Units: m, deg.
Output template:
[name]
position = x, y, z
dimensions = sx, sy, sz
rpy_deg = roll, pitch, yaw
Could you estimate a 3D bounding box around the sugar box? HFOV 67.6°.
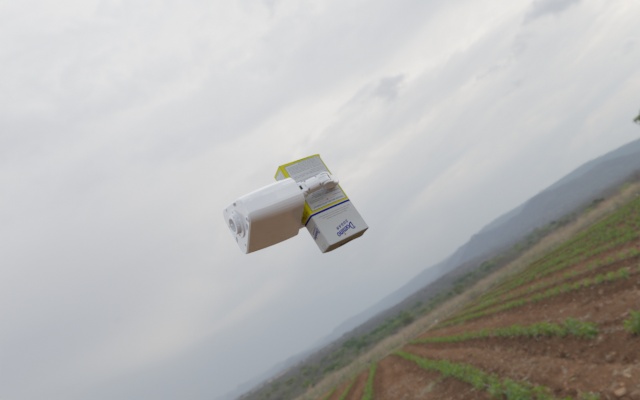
[sugar box]
position = 0.000, 0.003, 0.870
dimensions = 0.093, 0.176, 0.048
rpy_deg = -22, -19, -31
